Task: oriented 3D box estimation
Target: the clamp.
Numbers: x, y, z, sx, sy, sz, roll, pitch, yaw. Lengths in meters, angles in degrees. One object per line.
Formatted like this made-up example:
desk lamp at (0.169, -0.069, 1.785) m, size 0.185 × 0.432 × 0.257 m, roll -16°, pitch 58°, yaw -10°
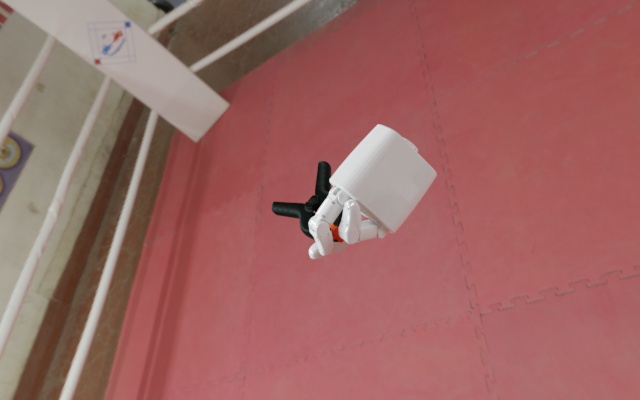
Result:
clamp at (0.000, 0.002, 0.734) m, size 0.039 × 0.120 × 0.171 m, roll 41°, pitch -3°, yaw -40°
